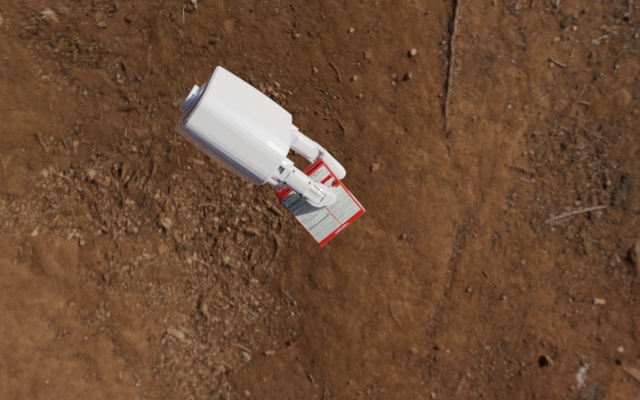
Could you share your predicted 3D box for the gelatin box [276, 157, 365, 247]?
[{"bbox_3d":[0.000,0.002,0.600,0.073,0.089,0.030,-39,20,5],"label":"gelatin box"}]
